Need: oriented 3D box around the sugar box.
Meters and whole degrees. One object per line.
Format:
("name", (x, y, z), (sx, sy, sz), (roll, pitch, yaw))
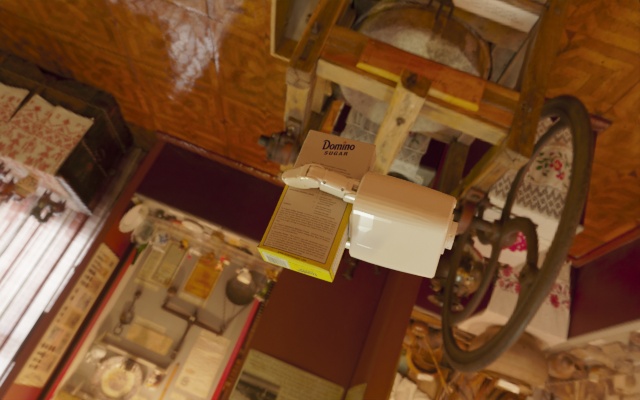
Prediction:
("sugar box", (0.000, 0.002, 0.591), (0.093, 0.176, 0.048), (16, -26, 15))
